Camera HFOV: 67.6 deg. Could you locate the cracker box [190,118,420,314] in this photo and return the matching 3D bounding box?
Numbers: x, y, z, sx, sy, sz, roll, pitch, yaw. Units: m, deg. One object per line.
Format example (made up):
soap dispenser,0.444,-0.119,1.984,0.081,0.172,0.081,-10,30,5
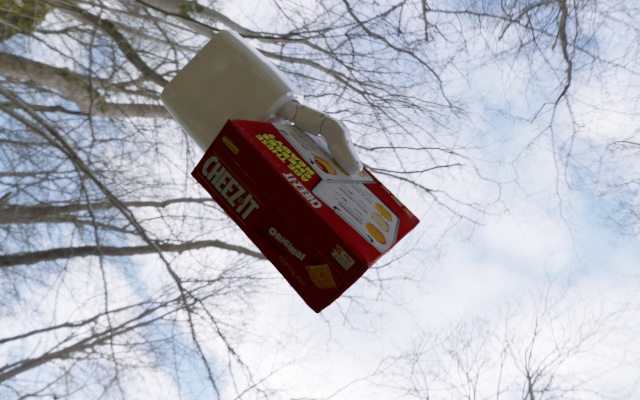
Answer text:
cracker box,0.000,0.001,0.474,0.072,0.164,0.213,-48,-12,20
